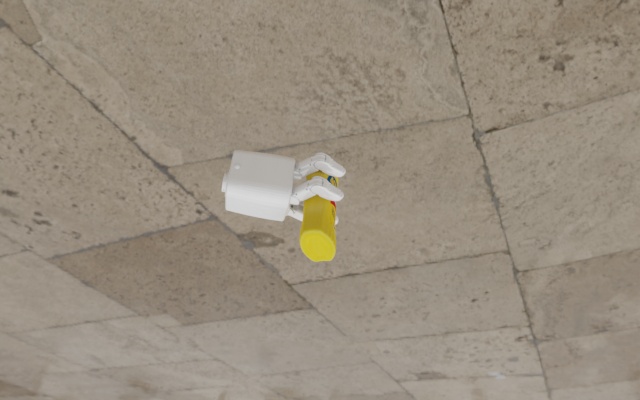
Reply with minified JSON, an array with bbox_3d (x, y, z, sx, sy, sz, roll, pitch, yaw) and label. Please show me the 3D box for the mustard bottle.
[{"bbox_3d":[0.000,0.003,0.830,0.058,0.191,0.096,-5,-39,12],"label":"mustard bottle"}]
